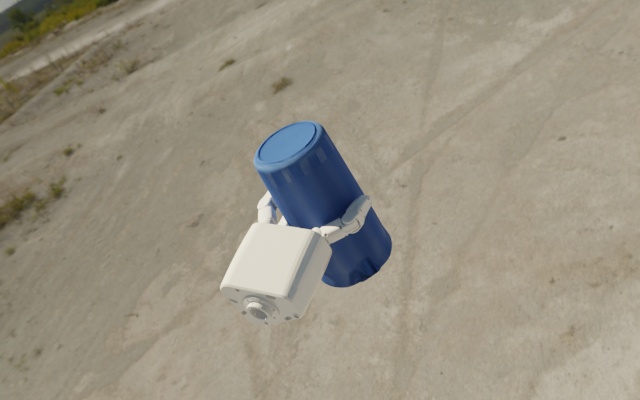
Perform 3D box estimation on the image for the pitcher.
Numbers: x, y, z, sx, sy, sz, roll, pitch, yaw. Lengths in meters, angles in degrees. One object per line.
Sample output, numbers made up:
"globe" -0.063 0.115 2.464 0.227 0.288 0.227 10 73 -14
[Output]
"pitcher" 0.000 0.002 0.716 0.149 0.243 0.145 -5 42 33
